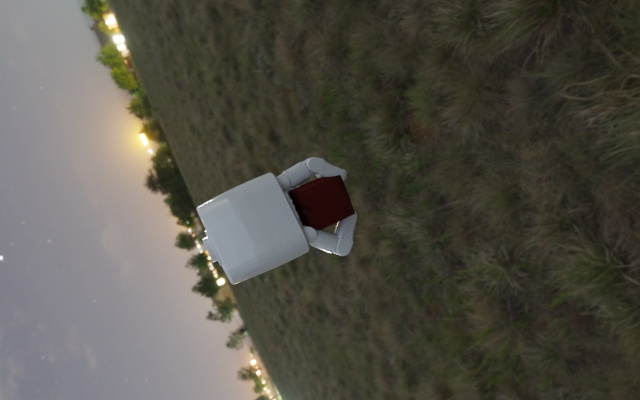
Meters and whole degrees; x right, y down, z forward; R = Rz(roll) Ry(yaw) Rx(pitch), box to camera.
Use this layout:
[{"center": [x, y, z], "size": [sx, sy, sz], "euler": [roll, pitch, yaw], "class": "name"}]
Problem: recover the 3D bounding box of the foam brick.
[{"center": [0.000, 0.002, 0.604], "size": [0.051, 0.053, 0.078], "euler": [-24, 7, -15], "class": "foam brick"}]
